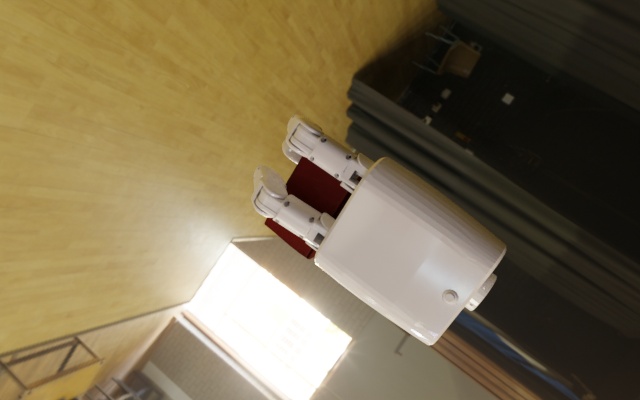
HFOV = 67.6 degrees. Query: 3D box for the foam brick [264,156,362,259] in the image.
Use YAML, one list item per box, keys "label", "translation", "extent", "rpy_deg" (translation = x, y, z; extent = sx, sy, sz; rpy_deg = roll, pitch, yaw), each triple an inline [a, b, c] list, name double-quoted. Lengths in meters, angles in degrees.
- label: "foam brick"
  translation: [0.000, 0.001, 0.402]
  extent: [0.051, 0.078, 0.053]
  rpy_deg: [38, 21, 17]
